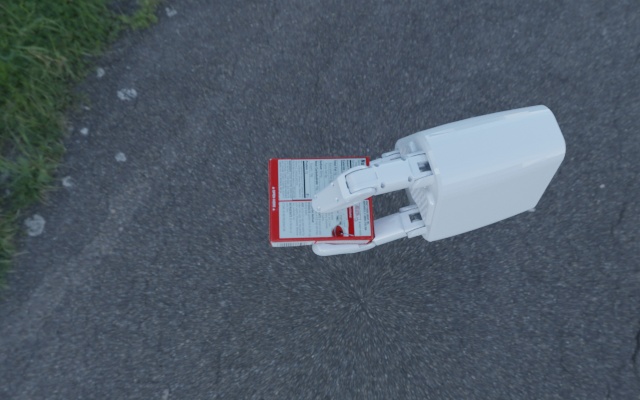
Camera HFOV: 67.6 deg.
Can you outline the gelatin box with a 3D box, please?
[{"bbox_3d":[0.000,0.001,0.412,0.089,0.073,0.030,-1,-14,-5],"label":"gelatin box"}]
